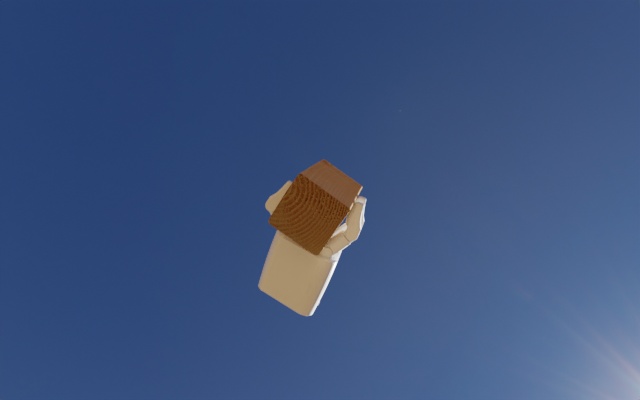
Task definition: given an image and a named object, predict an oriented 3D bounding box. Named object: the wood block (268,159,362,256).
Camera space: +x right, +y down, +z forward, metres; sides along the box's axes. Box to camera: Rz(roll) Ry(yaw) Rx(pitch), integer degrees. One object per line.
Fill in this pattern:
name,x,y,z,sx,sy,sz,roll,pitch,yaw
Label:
wood block,0.000,0.003,0.773,0.091,0.090,0.206,35,14,2
